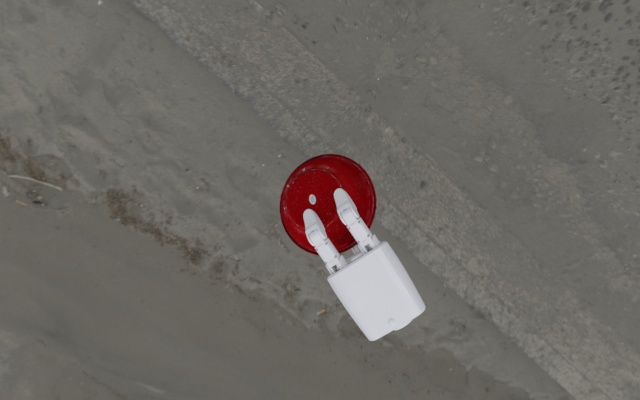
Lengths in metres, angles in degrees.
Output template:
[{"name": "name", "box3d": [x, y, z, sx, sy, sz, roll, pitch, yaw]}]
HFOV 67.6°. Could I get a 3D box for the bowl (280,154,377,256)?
[{"name": "bowl", "box3d": [-0.001, 0.001, 0.724, 0.162, 0.162, 0.055, 0, -8, 22]}]
